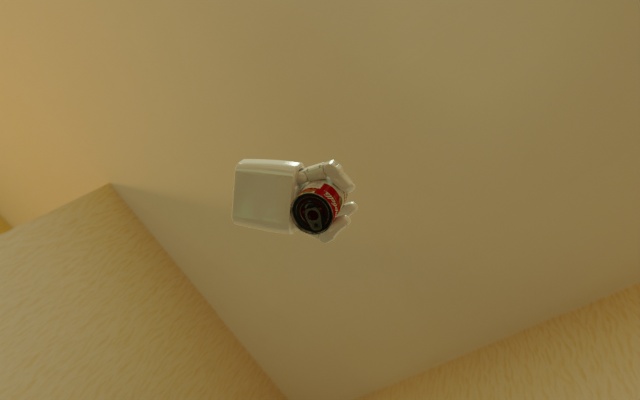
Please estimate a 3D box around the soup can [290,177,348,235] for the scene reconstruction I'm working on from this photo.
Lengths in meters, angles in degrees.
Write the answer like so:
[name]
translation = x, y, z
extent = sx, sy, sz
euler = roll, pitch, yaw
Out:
[soup can]
translation = 0.001, 0.002, 0.757
extent = 0.068, 0.068, 0.102
euler = 0, 21, 17
